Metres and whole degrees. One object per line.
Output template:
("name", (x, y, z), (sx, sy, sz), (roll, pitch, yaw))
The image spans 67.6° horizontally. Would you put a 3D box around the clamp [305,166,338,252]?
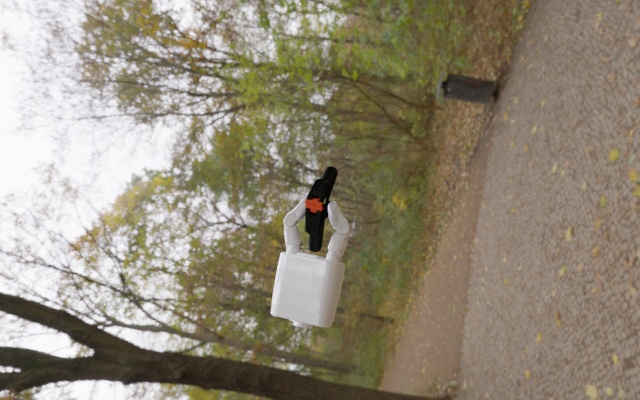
("clamp", (-0.001, 0.003, 0.820), (0.036, 0.164, 0.210), (11, -9, 5))
